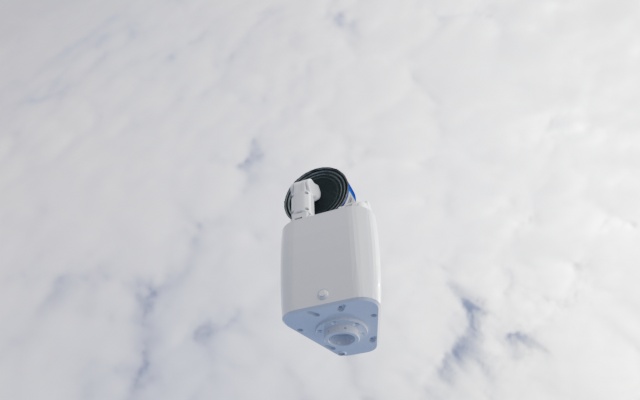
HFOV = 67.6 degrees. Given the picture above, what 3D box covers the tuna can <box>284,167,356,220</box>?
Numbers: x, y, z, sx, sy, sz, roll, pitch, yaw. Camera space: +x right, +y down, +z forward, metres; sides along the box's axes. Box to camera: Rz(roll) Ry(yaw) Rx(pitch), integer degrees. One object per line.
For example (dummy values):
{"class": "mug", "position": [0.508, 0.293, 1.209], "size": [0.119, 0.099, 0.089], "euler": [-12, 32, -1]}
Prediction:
{"class": "tuna can", "position": [0.000, 0.002, 0.591], "size": [0.086, 0.086, 0.034], "euler": [0, -35, 29]}
